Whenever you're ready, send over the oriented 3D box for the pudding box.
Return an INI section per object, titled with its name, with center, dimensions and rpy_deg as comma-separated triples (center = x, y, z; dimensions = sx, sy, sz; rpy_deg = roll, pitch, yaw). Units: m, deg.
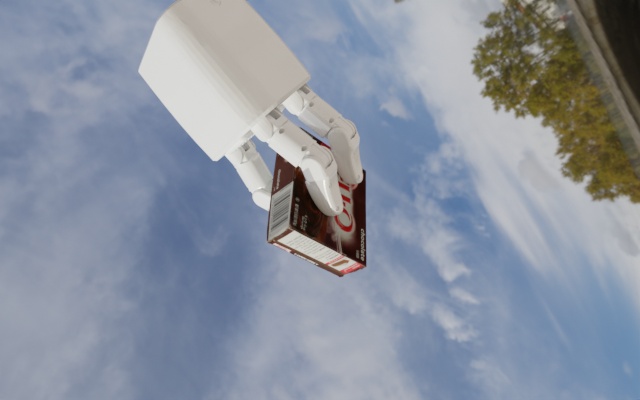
[pudding box]
center = 0.000, 0.001, 0.436
dimensions = 0.090, 0.113, 0.039
rpy_deg = 29, -41, -32
